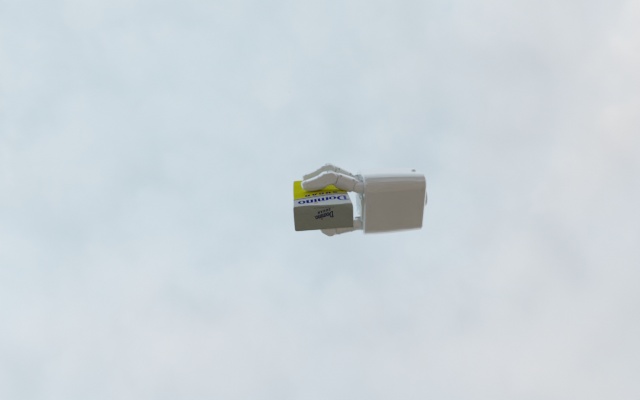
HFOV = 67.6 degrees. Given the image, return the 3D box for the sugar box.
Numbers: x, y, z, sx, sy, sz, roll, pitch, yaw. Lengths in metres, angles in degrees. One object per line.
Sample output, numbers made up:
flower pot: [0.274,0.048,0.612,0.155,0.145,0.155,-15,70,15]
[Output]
sugar box: [0.000,0.002,0.802,0.093,0.048,0.176,-4,13,-3]
